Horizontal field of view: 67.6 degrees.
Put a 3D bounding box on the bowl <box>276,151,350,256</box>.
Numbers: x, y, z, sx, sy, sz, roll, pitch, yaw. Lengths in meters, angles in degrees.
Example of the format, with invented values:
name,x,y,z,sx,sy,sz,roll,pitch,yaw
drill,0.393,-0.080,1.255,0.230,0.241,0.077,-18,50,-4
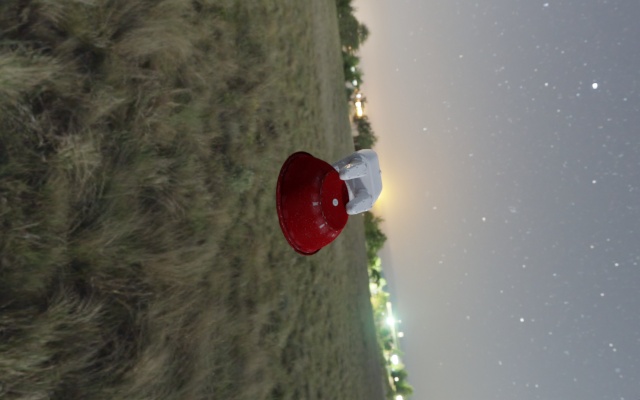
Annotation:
name,x,y,z,sx,sy,sz,roll,pitch,yaw
bowl,0.000,0.003,0.723,0.055,0.162,0.162,-5,-2,30
